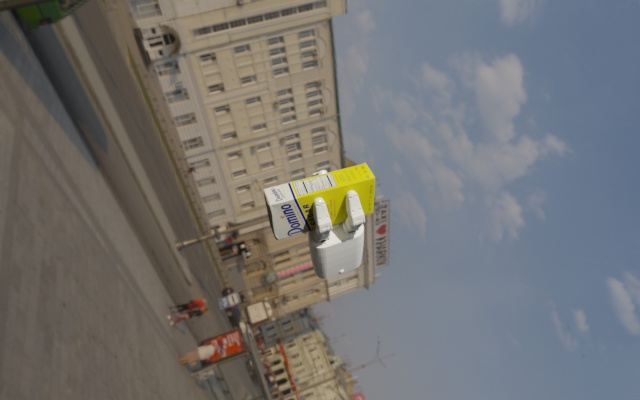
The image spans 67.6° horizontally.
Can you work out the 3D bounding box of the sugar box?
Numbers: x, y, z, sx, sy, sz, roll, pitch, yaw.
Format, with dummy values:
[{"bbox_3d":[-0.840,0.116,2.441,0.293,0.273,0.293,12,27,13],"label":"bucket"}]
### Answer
[{"bbox_3d":[0.000,0.003,0.787,0.176,0.048,0.093,-18,-41,-11],"label":"sugar box"}]
